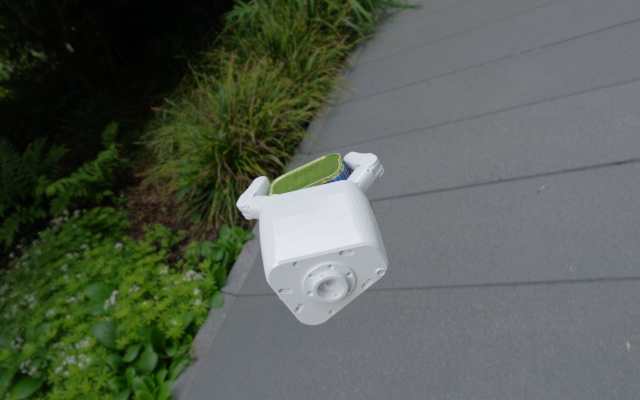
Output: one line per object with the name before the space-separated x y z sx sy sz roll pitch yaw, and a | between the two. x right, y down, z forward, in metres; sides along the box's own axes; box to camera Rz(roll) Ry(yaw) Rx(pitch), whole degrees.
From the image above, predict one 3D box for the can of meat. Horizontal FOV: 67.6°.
can of meat | 0.000 0.002 0.568 0.102 0.084 0.057 -25 33 12
